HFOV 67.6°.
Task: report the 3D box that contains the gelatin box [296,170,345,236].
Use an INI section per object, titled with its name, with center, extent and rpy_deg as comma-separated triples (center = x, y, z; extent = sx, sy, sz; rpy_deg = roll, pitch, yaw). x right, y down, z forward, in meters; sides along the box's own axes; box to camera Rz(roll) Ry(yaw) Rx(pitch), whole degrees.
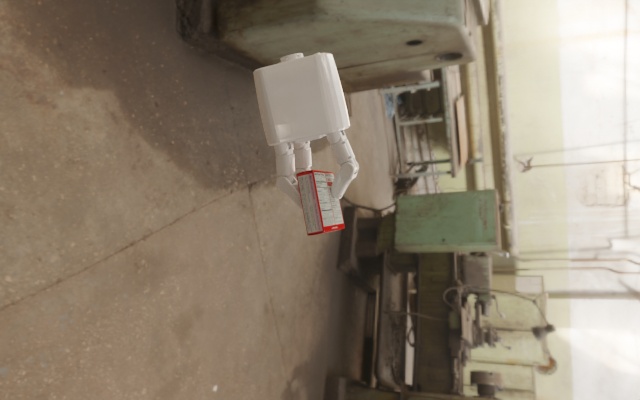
[gelatin box]
center = 0.001, 0.002, 0.681
extent = 0.030, 0.089, 0.073
rpy_deg = -13, -4, 25
